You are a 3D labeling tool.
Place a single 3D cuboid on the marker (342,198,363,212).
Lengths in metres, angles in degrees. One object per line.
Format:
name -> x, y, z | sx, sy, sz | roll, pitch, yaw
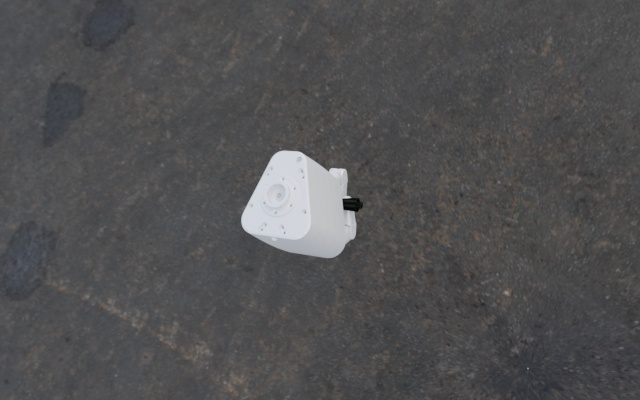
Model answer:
marker -> 0.000, 0.002, 0.655 | 0.121, 0.020, 0.020 | 5, 2, 25
